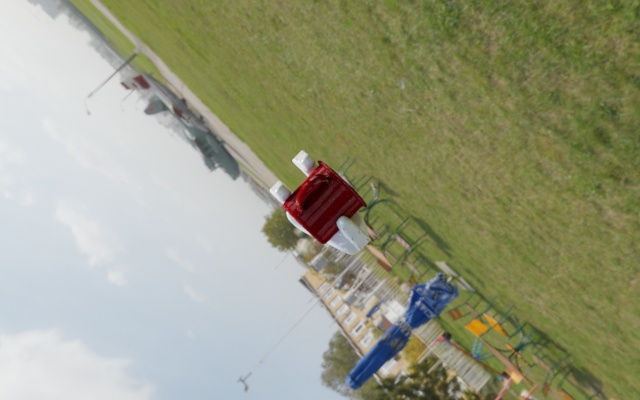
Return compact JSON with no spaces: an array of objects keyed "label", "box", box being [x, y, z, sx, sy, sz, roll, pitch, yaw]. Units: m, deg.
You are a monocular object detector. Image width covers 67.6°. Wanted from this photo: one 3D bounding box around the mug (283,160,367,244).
[{"label":"mug","box":[0.000,0.002,0.644,0.093,0.081,0.117,43,-2,22]}]
